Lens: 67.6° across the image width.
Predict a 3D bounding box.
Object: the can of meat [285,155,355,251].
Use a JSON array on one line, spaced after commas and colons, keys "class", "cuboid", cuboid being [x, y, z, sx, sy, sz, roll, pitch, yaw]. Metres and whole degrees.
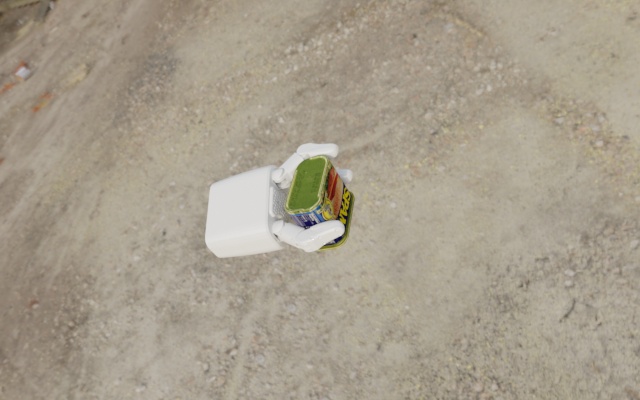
[{"class": "can of meat", "cuboid": [0.000, 0.002, 0.640, 0.057, 0.102, 0.084, -10, -44, 26]}]
